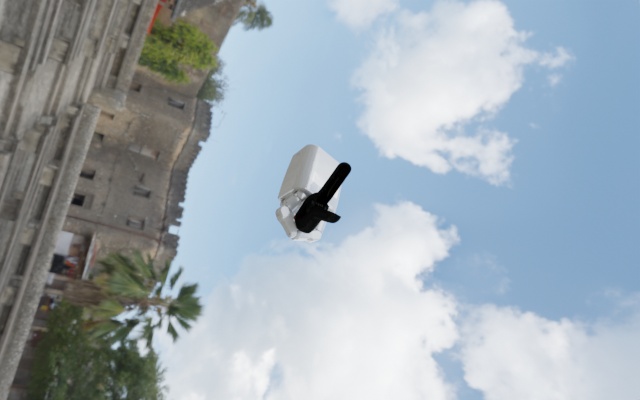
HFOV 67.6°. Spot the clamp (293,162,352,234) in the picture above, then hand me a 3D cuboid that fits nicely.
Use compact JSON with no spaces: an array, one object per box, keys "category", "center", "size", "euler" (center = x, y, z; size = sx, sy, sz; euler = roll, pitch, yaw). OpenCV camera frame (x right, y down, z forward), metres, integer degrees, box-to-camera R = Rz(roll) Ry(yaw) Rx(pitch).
[{"category":"clamp","center":[0.001,0.003,0.858],"size":[0.039,0.120,0.171],"euler":[34,-29,-18]}]
